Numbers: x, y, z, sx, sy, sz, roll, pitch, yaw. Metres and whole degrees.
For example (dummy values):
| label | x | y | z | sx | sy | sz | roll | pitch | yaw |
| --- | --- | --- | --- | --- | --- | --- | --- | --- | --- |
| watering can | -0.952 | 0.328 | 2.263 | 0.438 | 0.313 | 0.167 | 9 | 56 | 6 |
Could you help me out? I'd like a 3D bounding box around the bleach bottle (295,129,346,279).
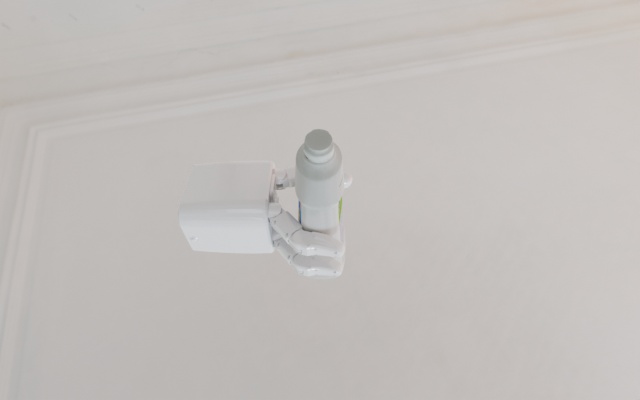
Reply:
| label | x | y | z | sx | sy | sz | roll | pitch | yaw |
| --- | --- | --- | --- | --- | --- | --- | --- | --- | --- |
| bleach bottle | 0.000 | 0.002 | 0.583 | 0.068 | 0.102 | 0.251 | -1 | -34 | 1 |
